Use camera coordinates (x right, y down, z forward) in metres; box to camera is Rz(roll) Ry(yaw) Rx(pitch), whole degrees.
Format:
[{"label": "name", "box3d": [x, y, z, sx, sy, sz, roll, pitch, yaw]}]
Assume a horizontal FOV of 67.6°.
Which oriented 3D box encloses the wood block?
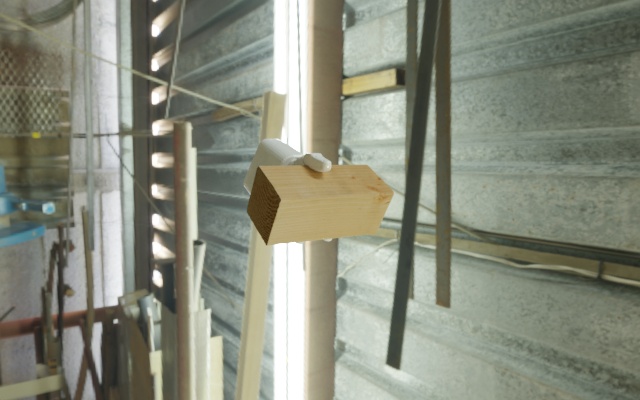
[{"label": "wood block", "box3d": [0.000, 0.002, 0.764, 0.206, 0.091, 0.090, -4, 38, -32]}]
